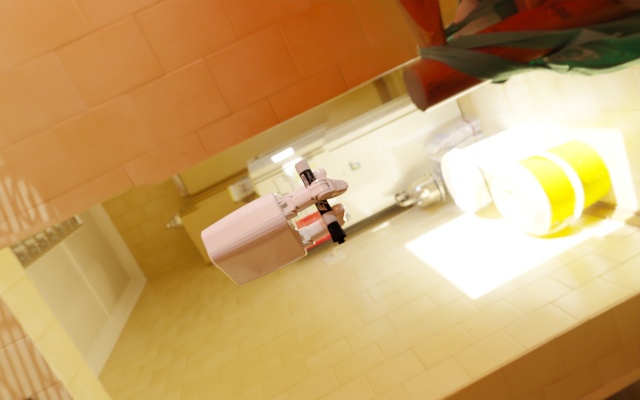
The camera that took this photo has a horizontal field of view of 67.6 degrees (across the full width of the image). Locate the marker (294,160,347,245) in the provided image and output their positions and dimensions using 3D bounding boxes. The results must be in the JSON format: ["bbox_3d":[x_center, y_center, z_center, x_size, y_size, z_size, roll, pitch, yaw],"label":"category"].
[{"bbox_3d":[0.000,0.002,0.611,0.020,0.121,0.020,-25,-17,-9],"label":"marker"}]
